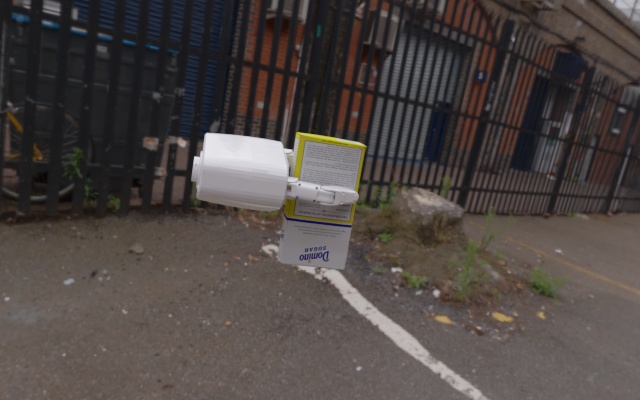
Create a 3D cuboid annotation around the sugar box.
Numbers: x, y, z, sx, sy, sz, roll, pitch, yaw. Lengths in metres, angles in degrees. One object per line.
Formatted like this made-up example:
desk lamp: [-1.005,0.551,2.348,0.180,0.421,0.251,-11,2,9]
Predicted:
sugar box: [0.000,0.002,0.653,0.093,0.176,0.048,8,12,-12]
